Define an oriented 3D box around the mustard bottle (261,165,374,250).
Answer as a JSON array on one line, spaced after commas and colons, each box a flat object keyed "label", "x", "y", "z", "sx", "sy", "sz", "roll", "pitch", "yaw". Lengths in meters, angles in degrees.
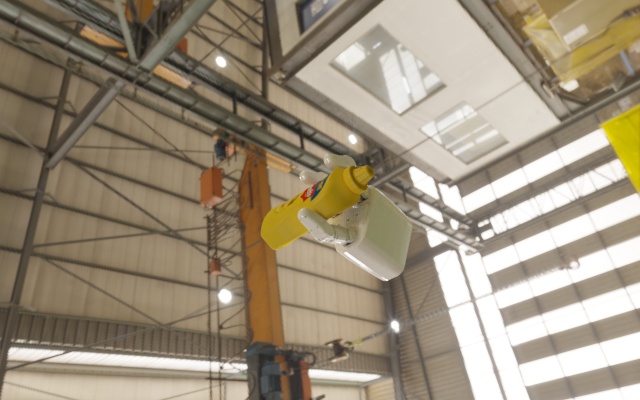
[{"label": "mustard bottle", "x": 0.000, "y": 0.002, "z": 0.706, "sx": 0.192, "sy": 0.058, "sz": 0.096, "roll": -31, "pitch": 12, "yaw": 32}]
